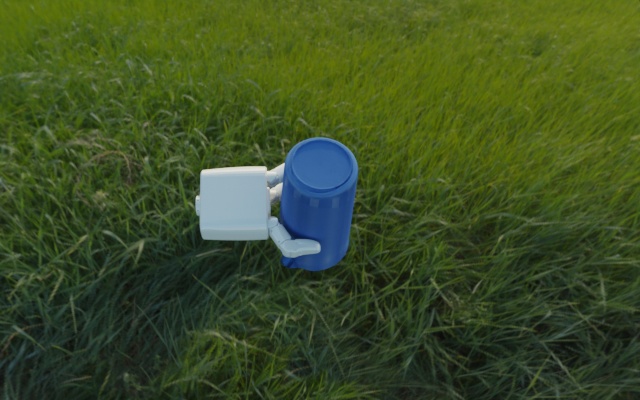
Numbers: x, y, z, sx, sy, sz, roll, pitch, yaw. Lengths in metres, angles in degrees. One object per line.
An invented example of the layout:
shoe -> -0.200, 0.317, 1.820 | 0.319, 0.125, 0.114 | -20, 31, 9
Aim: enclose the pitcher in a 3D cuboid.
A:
pitcher -> 0.000, 0.003, 0.789 | 0.145, 0.149, 0.243 | -2, -31, -6
